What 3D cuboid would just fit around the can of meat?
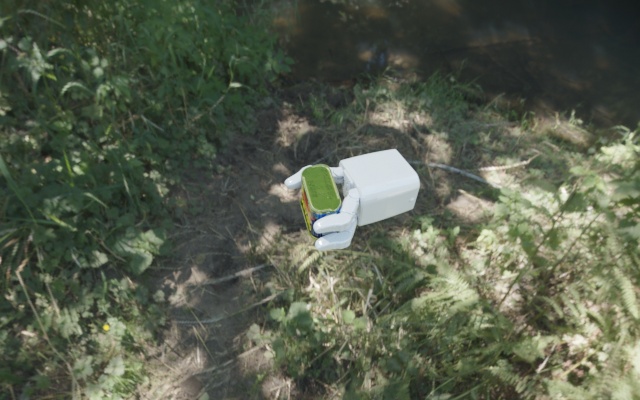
[{"bbox_3d":[0.000,0.002,0.799,0.057,0.102,0.084,-11,-34,-9],"label":"can of meat"}]
